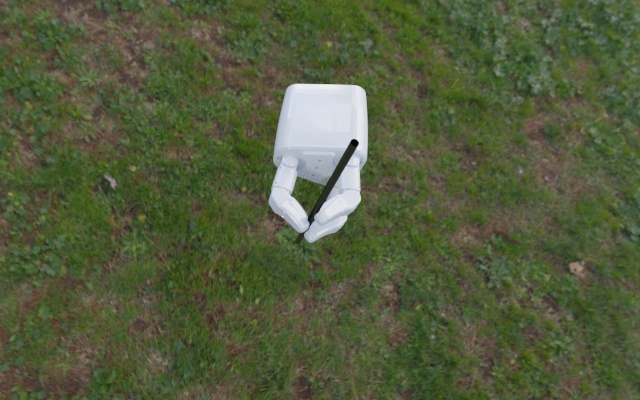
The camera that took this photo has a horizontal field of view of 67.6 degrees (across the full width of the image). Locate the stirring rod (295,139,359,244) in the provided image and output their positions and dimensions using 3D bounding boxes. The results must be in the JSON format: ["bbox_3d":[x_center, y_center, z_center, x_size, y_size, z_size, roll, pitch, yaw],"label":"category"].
[{"bbox_3d":[0.000,0.002,0.517,0.011,0.011,0.240,0,-25,-16],"label":"stirring rod"}]
